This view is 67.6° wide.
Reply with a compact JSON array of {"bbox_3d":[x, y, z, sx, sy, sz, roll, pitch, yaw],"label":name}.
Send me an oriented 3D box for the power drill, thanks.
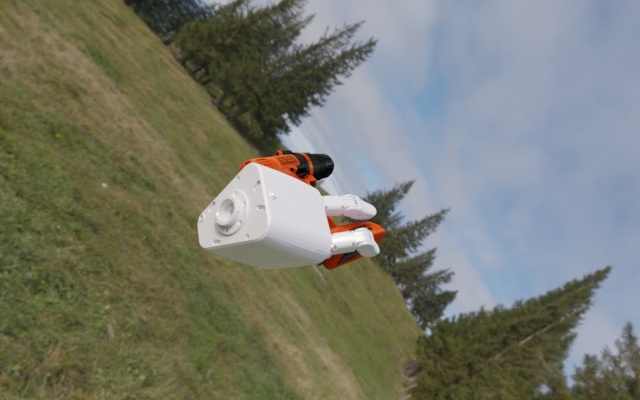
[{"bbox_3d":[0.000,0.003,0.672,0.187,0.057,0.184,45,35,23],"label":"power drill"}]
